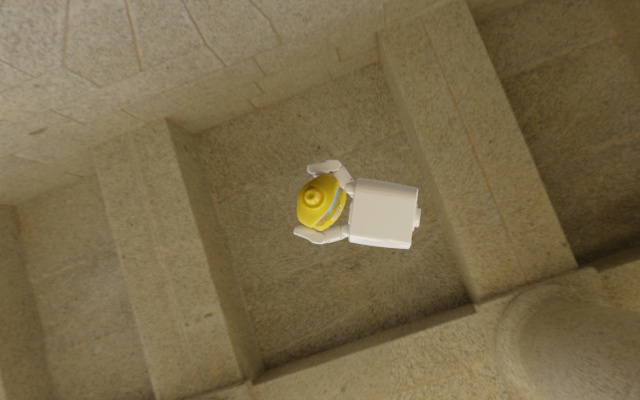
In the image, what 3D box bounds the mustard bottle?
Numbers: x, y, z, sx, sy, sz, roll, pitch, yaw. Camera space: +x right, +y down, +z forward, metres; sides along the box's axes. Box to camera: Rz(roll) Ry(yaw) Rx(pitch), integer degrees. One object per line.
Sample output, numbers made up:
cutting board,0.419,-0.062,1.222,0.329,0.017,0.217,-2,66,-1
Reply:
mustard bottle,0.000,0.003,0.843,0.058,0.096,0.191,33,0,11
